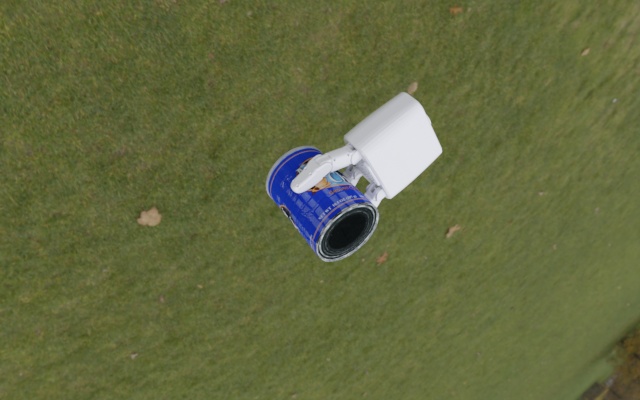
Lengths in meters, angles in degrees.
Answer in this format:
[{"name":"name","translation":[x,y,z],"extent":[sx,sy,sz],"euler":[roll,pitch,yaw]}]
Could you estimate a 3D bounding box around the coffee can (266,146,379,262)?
[{"name":"coffee can","translation":[0.000,0.002,0.679],"extent":[0.103,0.103,0.140],"euler":[0,37,-43]}]
